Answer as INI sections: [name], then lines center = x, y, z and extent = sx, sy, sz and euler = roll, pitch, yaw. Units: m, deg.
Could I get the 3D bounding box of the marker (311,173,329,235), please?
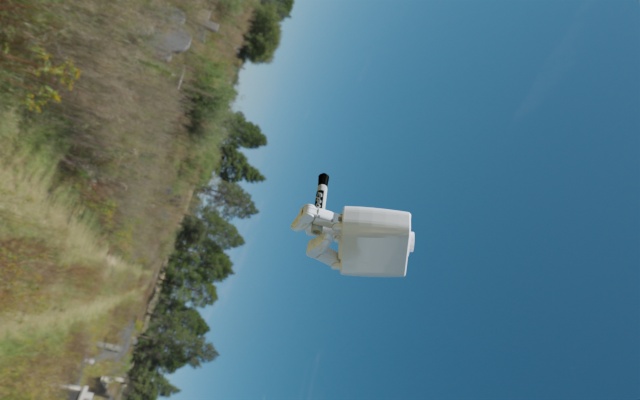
[marker]
center = 0.000, 0.003, 0.783
extent = 0.020, 0.121, 0.020
euler = 5, -38, 4
